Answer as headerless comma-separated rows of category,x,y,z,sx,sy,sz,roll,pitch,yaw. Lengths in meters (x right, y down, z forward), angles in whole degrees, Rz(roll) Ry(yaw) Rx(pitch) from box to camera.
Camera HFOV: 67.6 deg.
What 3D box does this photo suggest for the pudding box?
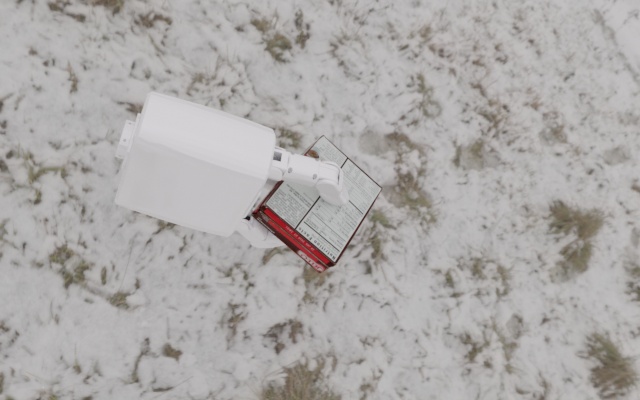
pudding box,0.000,0.001,0.476,0.090,0.113,0.039,42,-33,-8
